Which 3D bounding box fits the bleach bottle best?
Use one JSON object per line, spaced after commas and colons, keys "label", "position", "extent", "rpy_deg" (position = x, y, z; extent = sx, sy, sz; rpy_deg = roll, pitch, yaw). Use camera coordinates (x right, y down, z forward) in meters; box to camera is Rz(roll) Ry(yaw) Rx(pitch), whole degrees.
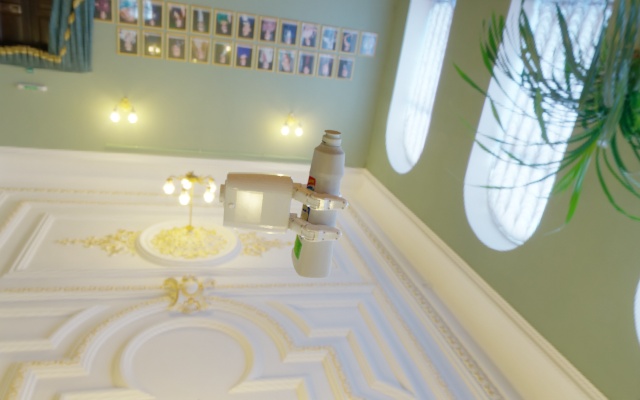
{"label": "bleach bottle", "position": [0.000, 0.003, 0.817], "extent": [0.068, 0.251, 0.102], "rpy_deg": [5, 21, -11]}
